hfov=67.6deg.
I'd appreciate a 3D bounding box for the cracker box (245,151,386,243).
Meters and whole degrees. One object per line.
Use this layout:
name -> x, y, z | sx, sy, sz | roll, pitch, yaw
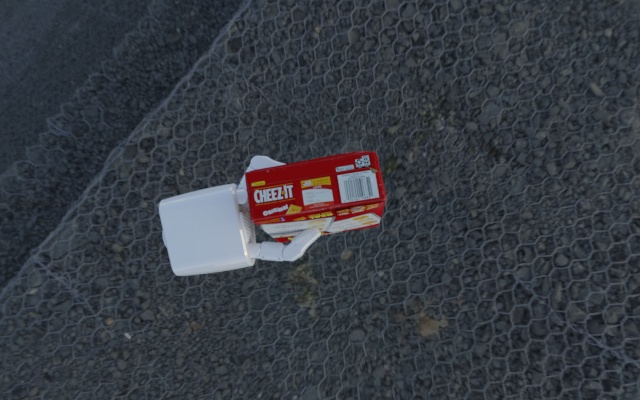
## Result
cracker box -> 0.000, 0.002, 0.666 | 0.164, 0.072, 0.214 | -10, -12, 3
